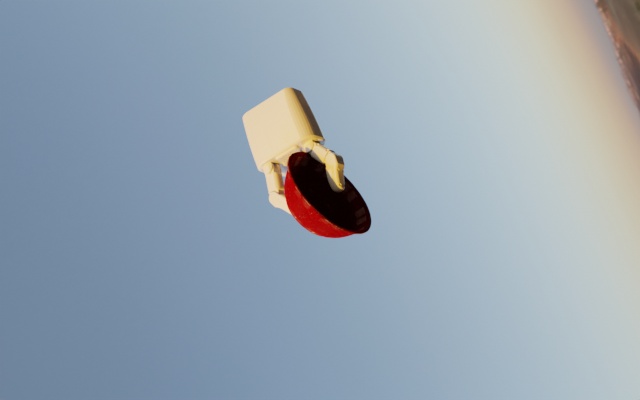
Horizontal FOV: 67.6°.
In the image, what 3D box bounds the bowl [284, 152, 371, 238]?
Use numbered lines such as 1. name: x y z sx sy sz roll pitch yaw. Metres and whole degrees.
1. bowl: 0.000 0.004 0.723 0.055 0.162 0.162 -46 -25 26
